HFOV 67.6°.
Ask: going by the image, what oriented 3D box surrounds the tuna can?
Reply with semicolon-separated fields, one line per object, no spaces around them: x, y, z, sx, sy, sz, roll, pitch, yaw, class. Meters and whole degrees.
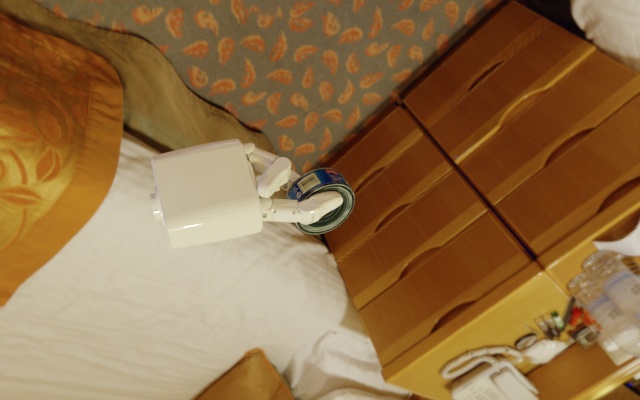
0.000;0.002;0.609;0.086;0.086;0.033;0;39;-31;tuna can
